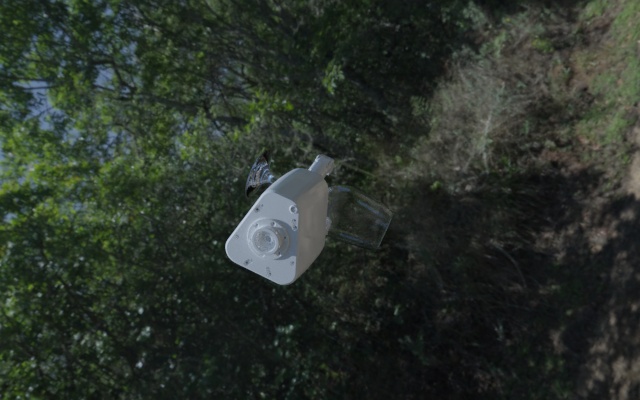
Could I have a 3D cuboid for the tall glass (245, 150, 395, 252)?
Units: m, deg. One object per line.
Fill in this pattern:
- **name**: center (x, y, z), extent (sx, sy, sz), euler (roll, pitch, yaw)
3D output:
- **tall glass**: center (0.000, 0.002, 0.669), extent (0.201, 0.079, 0.079), euler (25, 4, 8)
